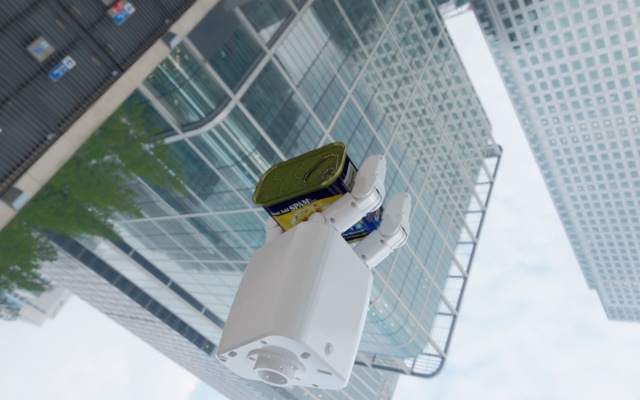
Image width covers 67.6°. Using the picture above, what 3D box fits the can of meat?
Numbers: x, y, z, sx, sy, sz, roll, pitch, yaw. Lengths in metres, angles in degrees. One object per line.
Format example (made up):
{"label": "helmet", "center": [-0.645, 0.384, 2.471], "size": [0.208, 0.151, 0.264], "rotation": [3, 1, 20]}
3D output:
{"label": "can of meat", "center": [0.000, 0.002, 0.467], "size": [0.102, 0.057, 0.084], "rotation": [-18, -52, 30]}
